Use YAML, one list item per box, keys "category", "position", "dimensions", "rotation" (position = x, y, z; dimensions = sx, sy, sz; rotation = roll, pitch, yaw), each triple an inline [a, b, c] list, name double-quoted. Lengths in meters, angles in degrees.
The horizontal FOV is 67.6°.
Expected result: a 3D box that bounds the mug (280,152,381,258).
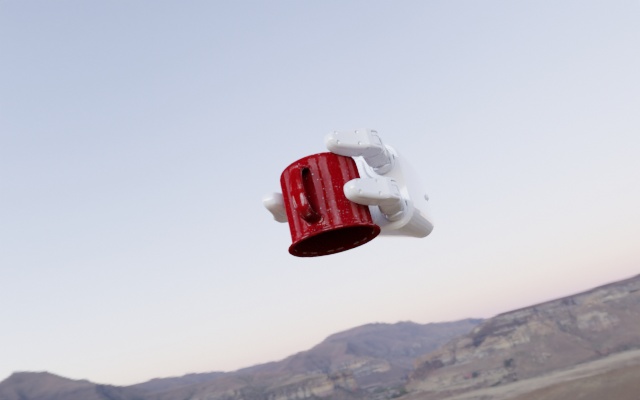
- category: "mug"
  position: [-0.001, 0.001, 0.467]
  dimensions: [0.093, 0.081, 0.117]
  rotation: [-21, -22, 21]
